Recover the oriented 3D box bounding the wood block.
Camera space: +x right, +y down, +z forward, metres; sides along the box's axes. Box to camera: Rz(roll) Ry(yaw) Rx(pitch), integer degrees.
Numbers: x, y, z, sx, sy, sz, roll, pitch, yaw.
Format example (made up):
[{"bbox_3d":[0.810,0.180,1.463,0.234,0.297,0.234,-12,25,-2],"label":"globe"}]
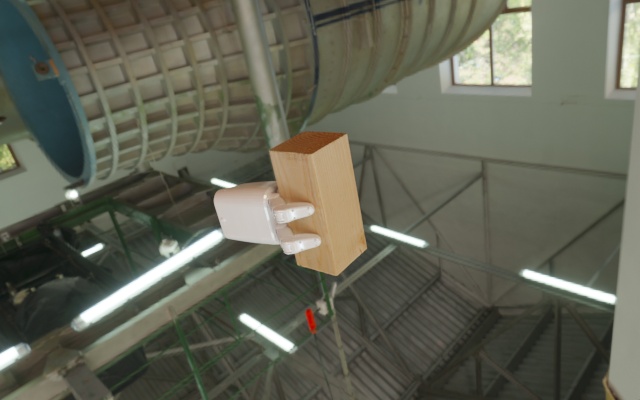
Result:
[{"bbox_3d":[0.000,0.002,0.764,0.090,0.206,0.090,9,32,38],"label":"wood block"}]
